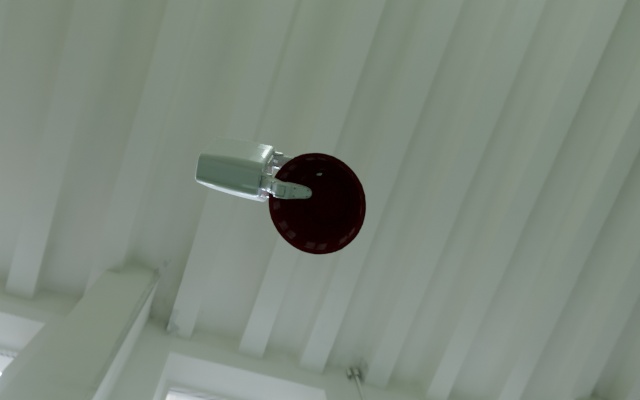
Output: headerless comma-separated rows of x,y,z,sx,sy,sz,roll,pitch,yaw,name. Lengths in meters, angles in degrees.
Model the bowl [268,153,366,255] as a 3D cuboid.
0.001,0.003,0.771,0.162,0.162,0.055,0,8,18,bowl
